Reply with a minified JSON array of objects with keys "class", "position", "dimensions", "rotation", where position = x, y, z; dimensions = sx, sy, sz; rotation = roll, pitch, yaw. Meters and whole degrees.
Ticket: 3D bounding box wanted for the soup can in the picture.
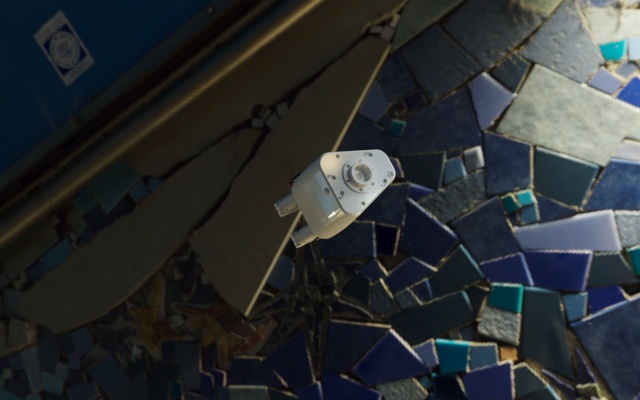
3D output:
[{"class":"soup can","position":[0.000,0.002,0.750],"dimensions":[0.068,0.102,0.068],"rotation":[-28,-7,-4]}]
